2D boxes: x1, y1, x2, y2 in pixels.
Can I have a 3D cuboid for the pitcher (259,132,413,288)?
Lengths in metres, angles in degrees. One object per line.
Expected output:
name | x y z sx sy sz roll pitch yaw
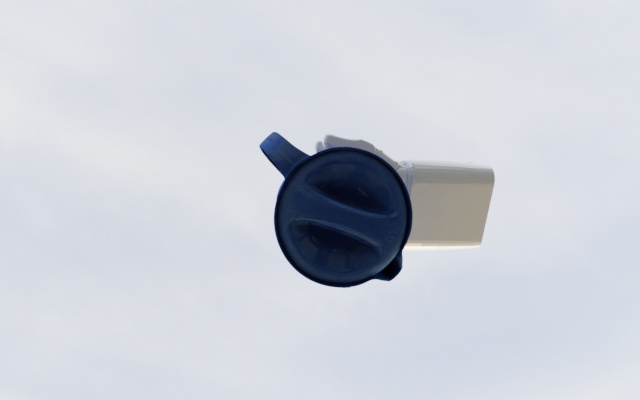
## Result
pitcher | 0.000 0.002 0.559 0.145 0.149 0.243 0 3 -8
